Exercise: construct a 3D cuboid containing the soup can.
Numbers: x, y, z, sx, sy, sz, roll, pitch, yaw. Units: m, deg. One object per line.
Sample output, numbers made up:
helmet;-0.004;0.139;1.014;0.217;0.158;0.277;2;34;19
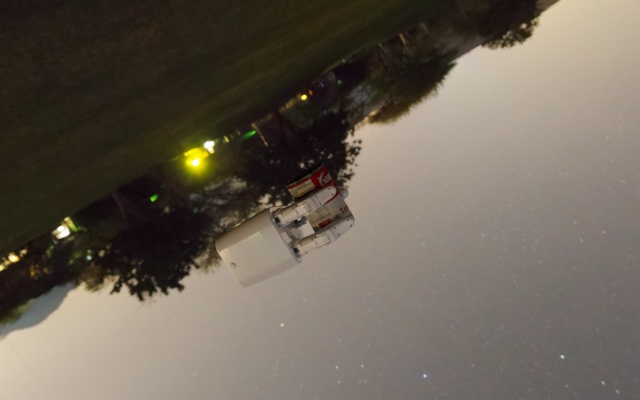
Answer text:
soup can;0.001;0.002;0.742;0.068;0.102;0.068;-30;10;6
